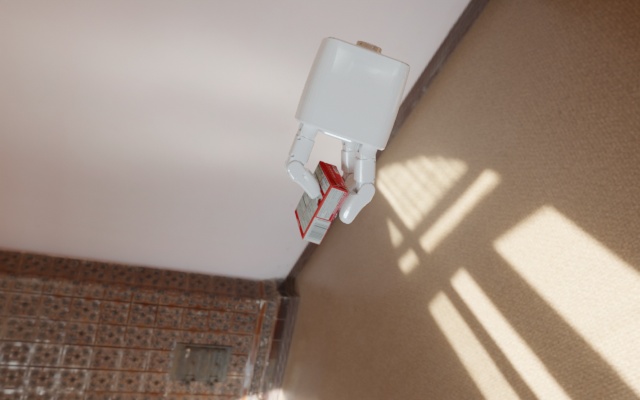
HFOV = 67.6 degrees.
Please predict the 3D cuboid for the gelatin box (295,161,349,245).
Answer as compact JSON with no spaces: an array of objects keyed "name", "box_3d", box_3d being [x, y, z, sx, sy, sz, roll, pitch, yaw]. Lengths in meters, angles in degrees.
[{"name":"gelatin box","box_3d":[0.000,0.002,0.638,0.030,0.089,0.073,19,23,-22]}]
